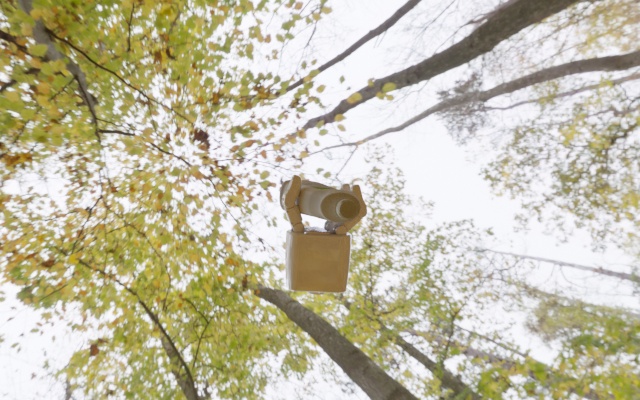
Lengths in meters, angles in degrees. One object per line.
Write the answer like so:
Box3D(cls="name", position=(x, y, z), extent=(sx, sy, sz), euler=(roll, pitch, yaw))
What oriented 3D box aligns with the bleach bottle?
Box3D(cls="bleach bottle", position=(0.000, 0.003, 0.851), extent=(0.102, 0.068, 0.251), euler=(3, 4, -16))
